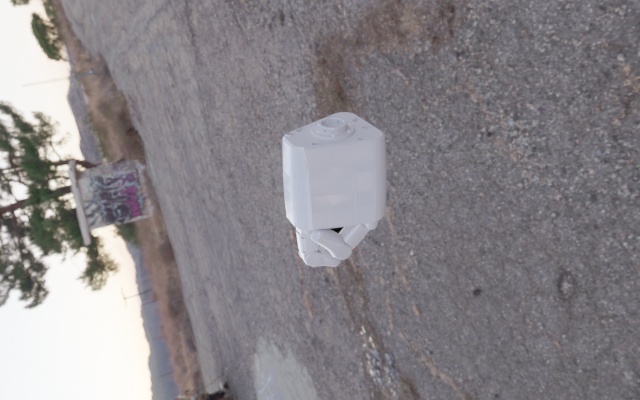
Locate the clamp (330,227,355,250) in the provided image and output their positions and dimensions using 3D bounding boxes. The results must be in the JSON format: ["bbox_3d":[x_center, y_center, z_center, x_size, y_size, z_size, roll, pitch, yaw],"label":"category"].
[{"bbox_3d":[0.000,0.003,0.668,0.039,0.120,0.171,-17,35,-21],"label":"clamp"}]
